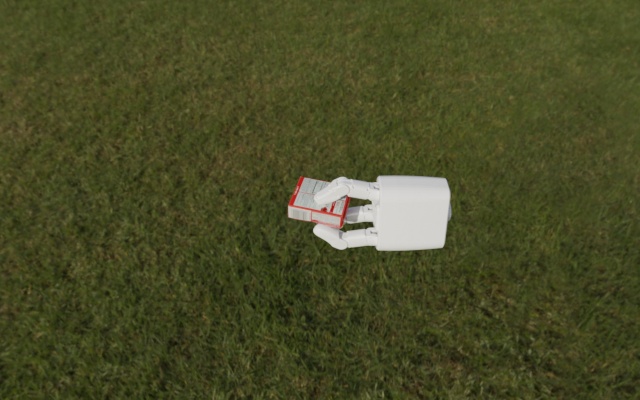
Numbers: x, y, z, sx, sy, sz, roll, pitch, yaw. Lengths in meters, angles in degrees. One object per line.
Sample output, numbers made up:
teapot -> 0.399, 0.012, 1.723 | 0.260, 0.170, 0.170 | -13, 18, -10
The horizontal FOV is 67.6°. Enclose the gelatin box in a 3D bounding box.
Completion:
gelatin box -> 0.000, 0.002, 0.759 | 0.089, 0.030, 0.073 | 11, 44, 7
